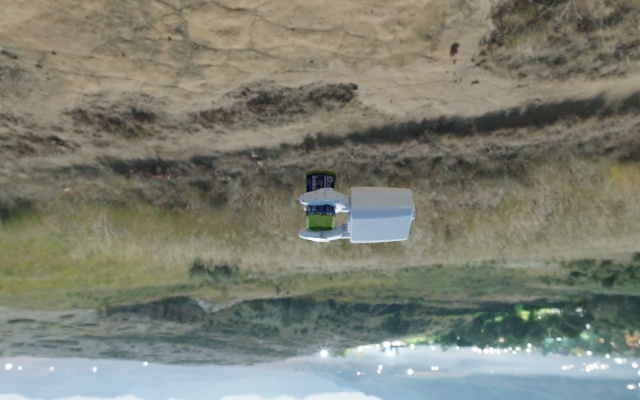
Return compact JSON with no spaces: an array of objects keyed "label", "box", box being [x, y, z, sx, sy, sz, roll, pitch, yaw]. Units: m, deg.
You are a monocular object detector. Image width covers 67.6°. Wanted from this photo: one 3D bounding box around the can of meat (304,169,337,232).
[{"label":"can of meat","box":[0.000,0.003,0.853,0.057,0.084,0.102,0,-20,-1]}]
